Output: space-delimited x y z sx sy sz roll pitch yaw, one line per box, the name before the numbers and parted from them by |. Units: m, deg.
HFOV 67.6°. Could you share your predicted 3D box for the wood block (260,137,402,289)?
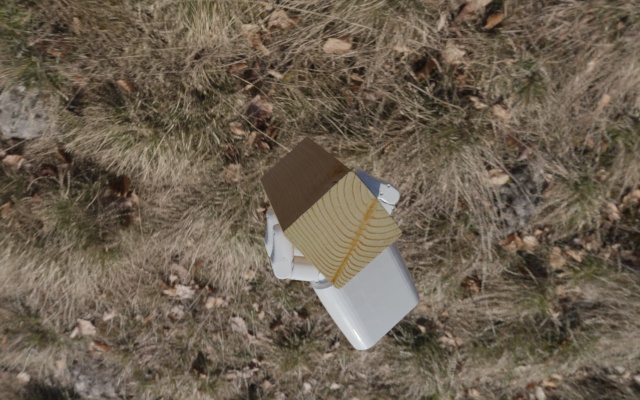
wood block | 0.001 0.002 0.556 0.091 0.090 0.206 -42 21 1
